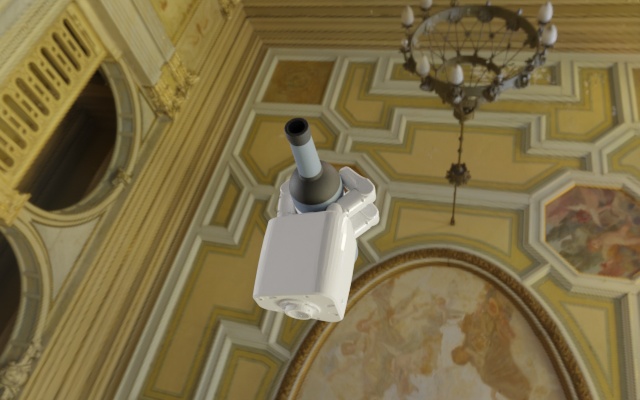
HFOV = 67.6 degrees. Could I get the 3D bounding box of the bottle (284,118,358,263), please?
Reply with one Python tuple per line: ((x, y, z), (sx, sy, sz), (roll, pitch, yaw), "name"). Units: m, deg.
((0.000, 0.002, 0.626), (0.069, 0.069, 0.296), (0, -33, 12), "bottle")
